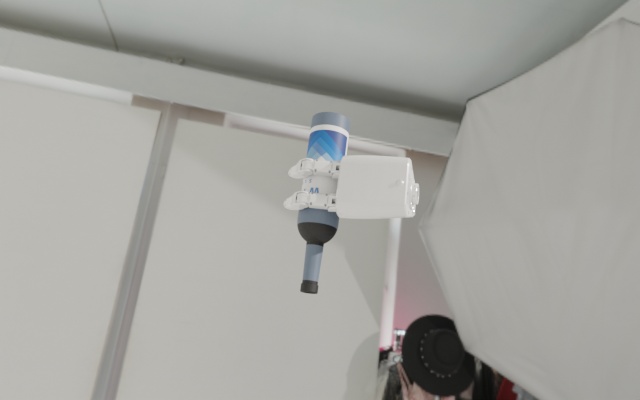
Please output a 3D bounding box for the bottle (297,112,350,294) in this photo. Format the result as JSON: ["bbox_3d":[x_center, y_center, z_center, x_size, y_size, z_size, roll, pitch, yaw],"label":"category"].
[{"bbox_3d":[0.000,0.002,0.778,0.069,0.295,0.069,7,-17,2],"label":"bottle"}]
